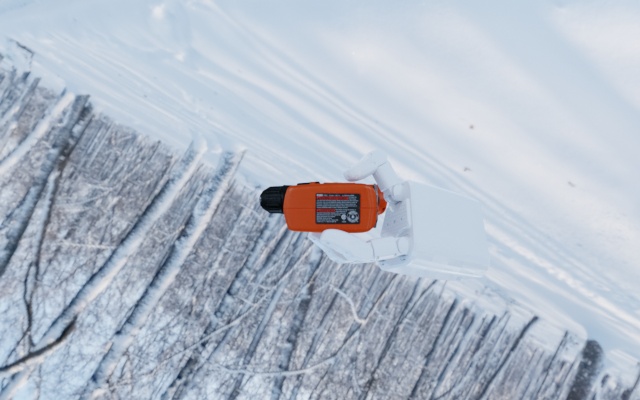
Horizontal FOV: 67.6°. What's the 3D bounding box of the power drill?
[{"bbox_3d":[0.000,0.002,0.620,0.184,0.057,0.187,-2,5,3],"label":"power drill"}]
